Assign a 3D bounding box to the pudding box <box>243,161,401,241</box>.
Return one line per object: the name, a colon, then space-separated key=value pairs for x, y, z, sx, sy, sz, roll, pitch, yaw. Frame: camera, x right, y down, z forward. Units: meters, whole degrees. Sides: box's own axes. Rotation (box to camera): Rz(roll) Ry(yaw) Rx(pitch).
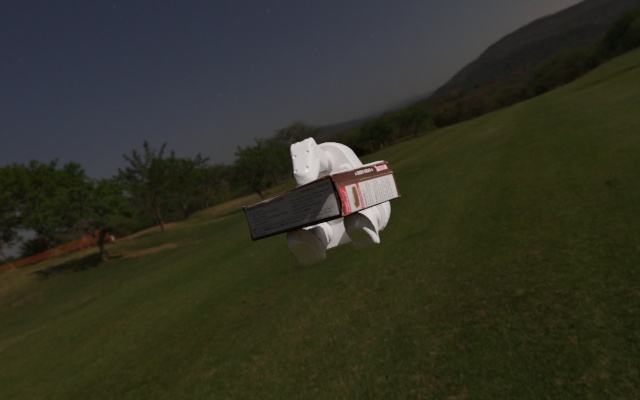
pudding box: x=0.000 y=0.001 z=0.431 sx=0.113 sy=0.039 sz=0.090 roll=-20 pitch=-2 yaw=41
